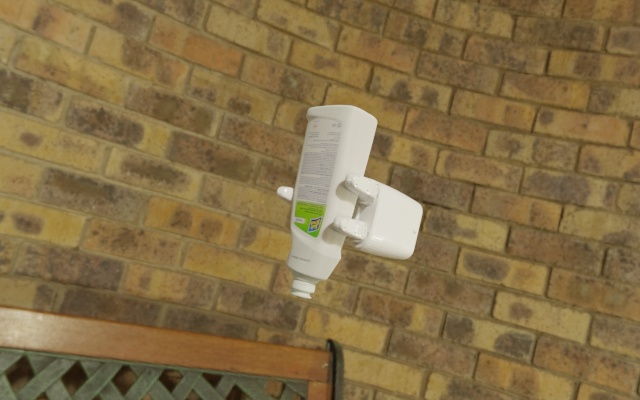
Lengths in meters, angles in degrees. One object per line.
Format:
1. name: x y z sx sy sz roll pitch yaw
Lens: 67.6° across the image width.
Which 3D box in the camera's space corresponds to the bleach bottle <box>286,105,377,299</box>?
1. bleach bottle: 0.000 0.002 0.638 0.068 0.251 0.102 20 -8 -41
